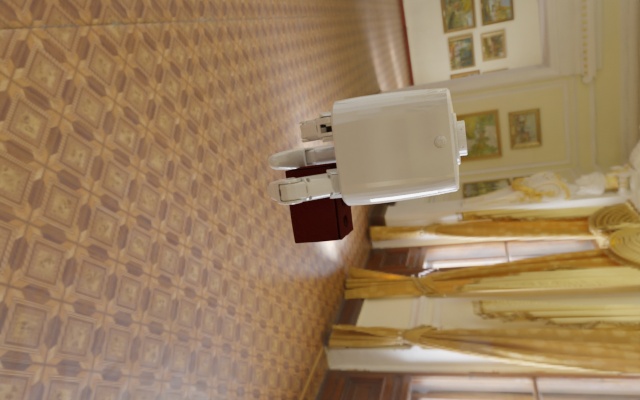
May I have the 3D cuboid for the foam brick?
[{"bbox_3d":[0.000,0.002,0.498,0.051,0.078,0.053,-5,7,18],"label":"foam brick"}]
